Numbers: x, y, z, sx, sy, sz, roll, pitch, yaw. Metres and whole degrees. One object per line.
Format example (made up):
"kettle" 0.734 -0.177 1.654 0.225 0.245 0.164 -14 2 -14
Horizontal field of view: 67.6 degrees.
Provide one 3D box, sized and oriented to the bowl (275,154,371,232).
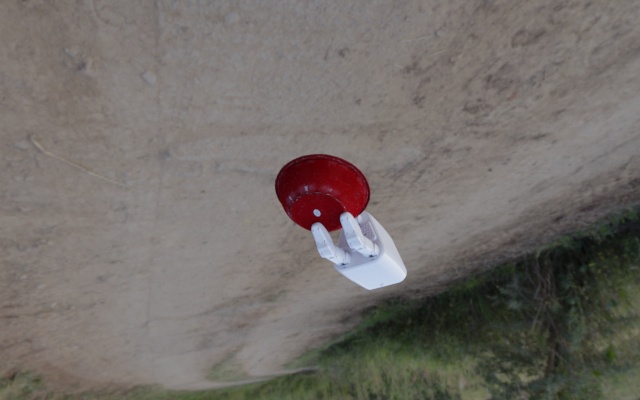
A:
"bowl" -0.001 0.002 0.784 0.162 0.162 0.055 0 43 10
